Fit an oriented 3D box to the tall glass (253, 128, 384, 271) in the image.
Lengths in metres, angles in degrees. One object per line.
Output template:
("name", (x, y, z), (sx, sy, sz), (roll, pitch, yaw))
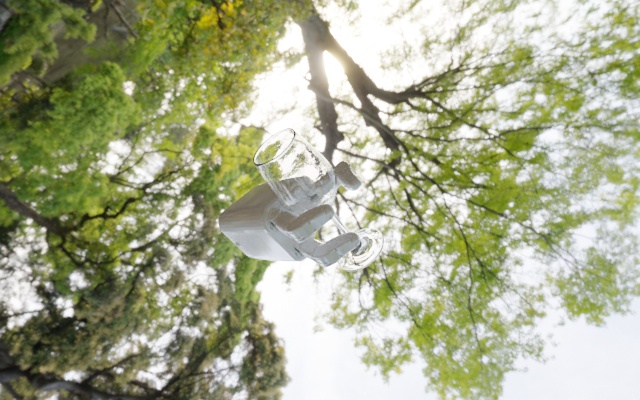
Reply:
("tall glass", (0.001, 0.002, 0.608), (0.079, 0.079, 0.201), (0, -41, 46))
